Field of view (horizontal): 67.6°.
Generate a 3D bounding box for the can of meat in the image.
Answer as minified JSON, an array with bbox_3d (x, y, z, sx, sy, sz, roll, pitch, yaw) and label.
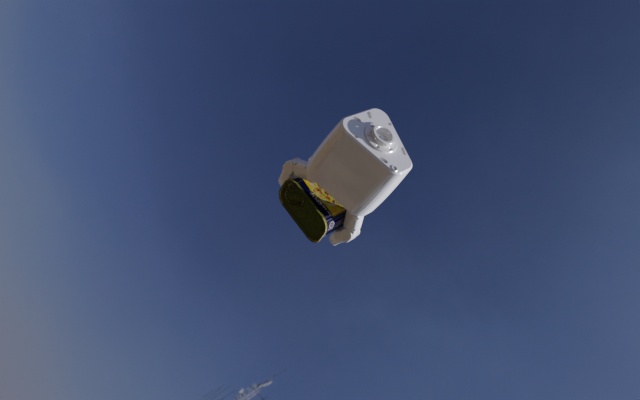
[{"bbox_3d":[0.000,0.002,0.738,0.084,0.102,0.057,-25,-20,-39],"label":"can of meat"}]
